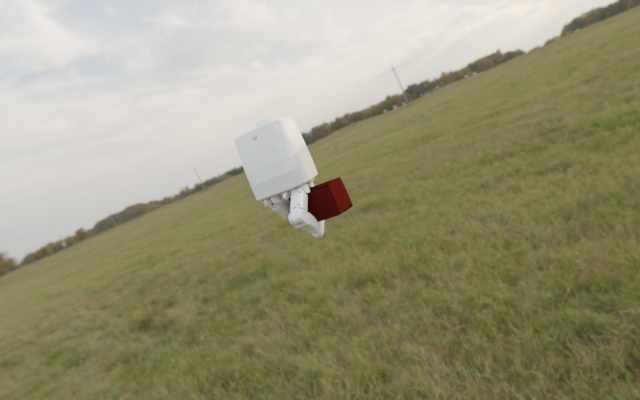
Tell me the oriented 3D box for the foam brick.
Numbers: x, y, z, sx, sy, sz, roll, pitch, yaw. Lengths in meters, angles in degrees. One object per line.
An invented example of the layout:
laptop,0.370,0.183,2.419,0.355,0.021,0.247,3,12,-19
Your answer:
foam brick,0.000,0.002,0.753,0.078,0.051,0.053,-19,6,28
